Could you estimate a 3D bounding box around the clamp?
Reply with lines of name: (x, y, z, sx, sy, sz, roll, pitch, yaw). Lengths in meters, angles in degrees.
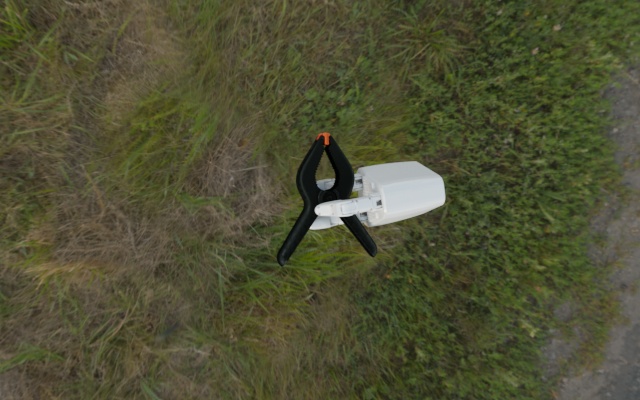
clamp: (0.001, 0.002, 0.743, 0.164, 0.210, 0.036, -11, 7, -17)
